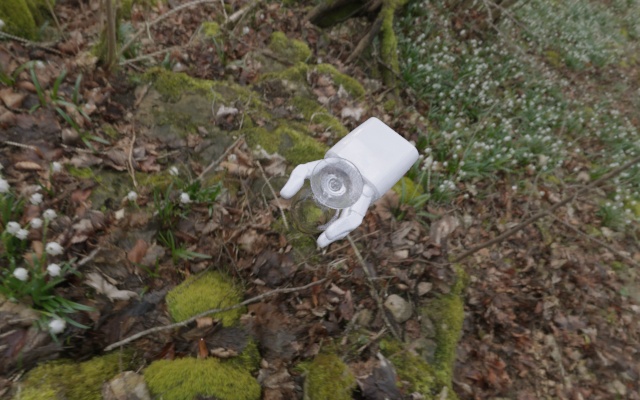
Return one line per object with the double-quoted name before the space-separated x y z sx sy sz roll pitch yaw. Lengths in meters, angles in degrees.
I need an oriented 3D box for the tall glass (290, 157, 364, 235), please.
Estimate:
"tall glass" 0.000 0.002 0.734 0.079 0.079 0.201 0 -16 -14
